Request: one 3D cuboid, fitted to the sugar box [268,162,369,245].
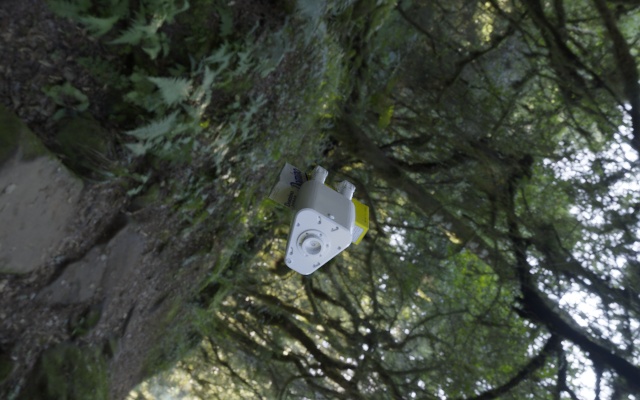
[{"bbox_3d":[0.000,0.002,0.842,0.176,0.048,0.093,30,23,-9],"label":"sugar box"}]
